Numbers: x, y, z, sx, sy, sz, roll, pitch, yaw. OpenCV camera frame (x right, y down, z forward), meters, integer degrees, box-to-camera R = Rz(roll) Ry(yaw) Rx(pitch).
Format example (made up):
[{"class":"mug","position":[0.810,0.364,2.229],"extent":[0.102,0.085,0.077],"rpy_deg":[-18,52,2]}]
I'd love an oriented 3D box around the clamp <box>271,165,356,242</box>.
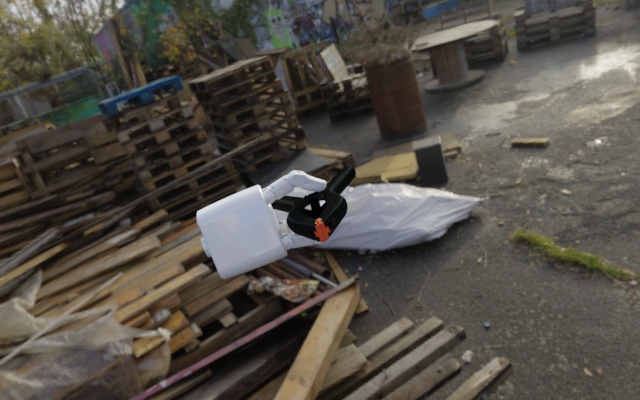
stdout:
[{"class":"clamp","position":[0.000,0.002,0.746],"extent":[0.164,0.036,0.210],"rpy_deg":[-24,22,-4]}]
